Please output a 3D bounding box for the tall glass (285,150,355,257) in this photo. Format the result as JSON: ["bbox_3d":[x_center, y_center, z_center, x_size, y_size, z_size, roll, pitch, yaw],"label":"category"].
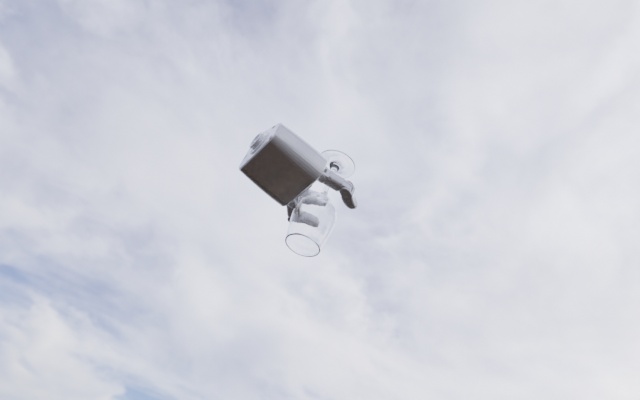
[{"bbox_3d":[0.000,0.002,0.851,0.079,0.201,0.079,13,-39,11],"label":"tall glass"}]
